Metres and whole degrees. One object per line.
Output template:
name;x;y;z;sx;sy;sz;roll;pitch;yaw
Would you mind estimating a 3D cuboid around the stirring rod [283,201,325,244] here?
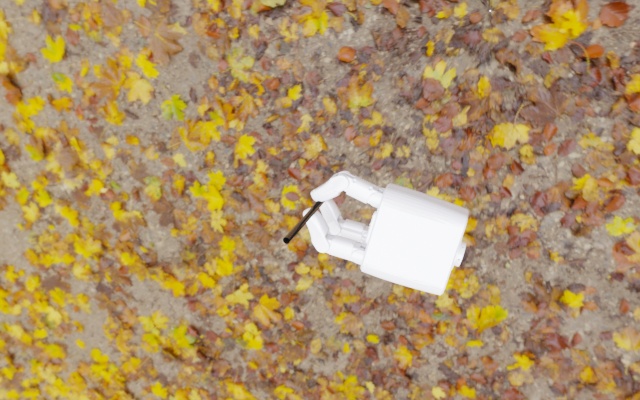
stirring rod;0.000;0.002;0.631;0.011;0.011;0.239;0;20;20
